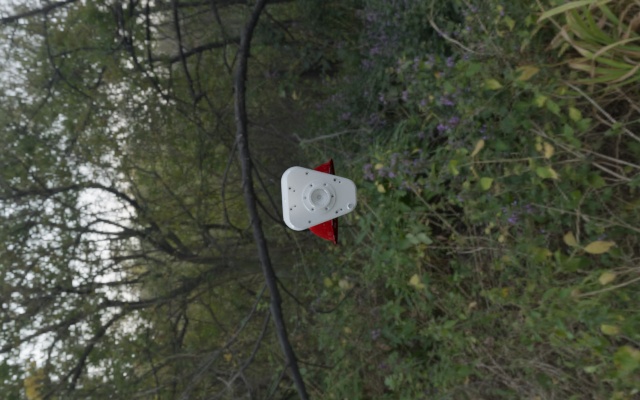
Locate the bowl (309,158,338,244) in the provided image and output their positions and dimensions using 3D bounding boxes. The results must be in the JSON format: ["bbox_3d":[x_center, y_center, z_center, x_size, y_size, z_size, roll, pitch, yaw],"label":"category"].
[{"bbox_3d":[0.000,0.003,0.896,0.055,0.162,0.162,-3,0,6],"label":"bowl"}]
